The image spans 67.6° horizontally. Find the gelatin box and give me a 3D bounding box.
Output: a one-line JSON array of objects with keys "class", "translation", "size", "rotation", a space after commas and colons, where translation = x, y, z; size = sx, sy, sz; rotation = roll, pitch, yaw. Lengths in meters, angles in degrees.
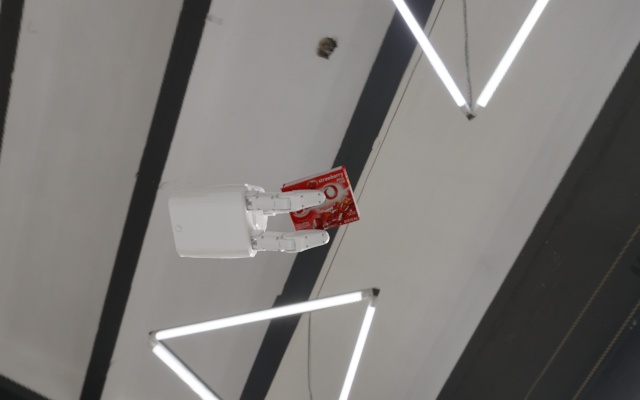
[{"class": "gelatin box", "translation": [0.000, 0.002, 0.636], "size": [0.089, 0.073, 0.030], "rotation": [-17, 12, 8]}]
